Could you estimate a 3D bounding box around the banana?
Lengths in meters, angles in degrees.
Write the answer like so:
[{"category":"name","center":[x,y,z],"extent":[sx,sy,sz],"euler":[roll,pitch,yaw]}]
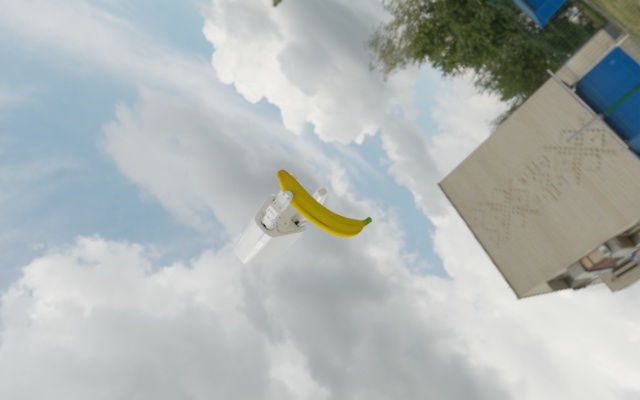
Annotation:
[{"category":"banana","center":[-0.001,0.016,0.859],"extent":[0.198,0.069,0.037],"euler":[30,-51,-10]}]
